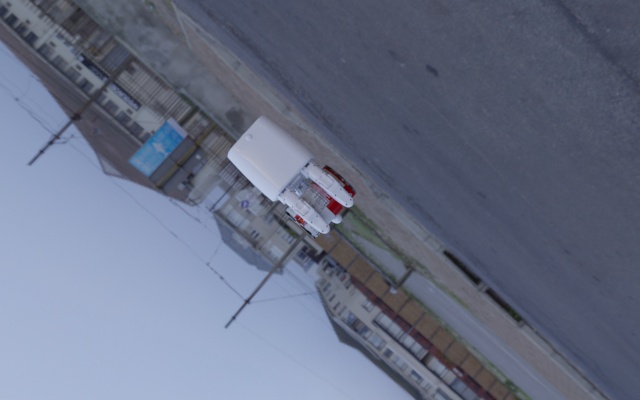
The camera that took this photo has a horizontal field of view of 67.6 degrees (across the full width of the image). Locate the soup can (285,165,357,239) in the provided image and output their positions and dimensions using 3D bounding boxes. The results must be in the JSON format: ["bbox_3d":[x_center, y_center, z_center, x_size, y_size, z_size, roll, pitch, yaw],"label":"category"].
[{"bbox_3d":[0.000,0.003,0.769,0.068,0.102,0.068,42,-3,2],"label":"soup can"}]
